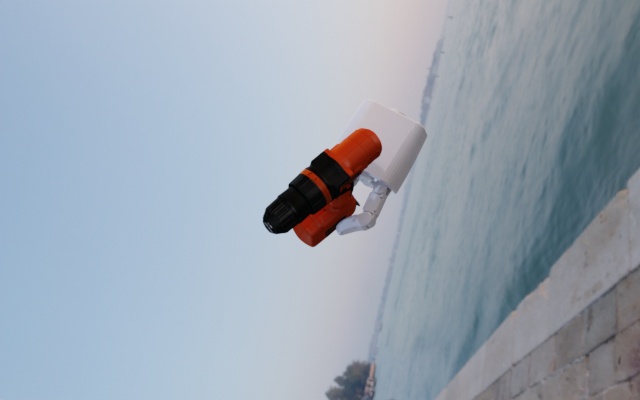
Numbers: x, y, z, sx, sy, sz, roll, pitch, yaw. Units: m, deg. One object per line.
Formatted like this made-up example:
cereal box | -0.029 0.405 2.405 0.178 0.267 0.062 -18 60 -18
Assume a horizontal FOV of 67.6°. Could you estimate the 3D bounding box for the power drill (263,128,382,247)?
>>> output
power drill | 0.000 0.002 0.653 0.184 0.057 0.188 -39 -14 -17
